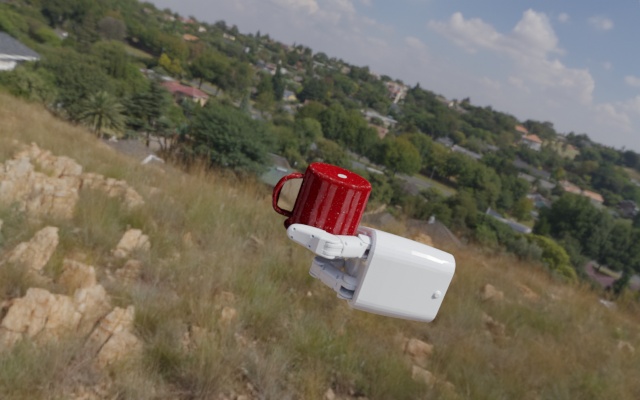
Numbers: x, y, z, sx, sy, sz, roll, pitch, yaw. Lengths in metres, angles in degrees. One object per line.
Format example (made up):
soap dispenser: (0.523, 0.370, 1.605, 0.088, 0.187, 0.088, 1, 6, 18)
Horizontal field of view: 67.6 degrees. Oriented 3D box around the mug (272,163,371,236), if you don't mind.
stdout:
mug: (-0.001, 0.001, 0.575, 0.117, 0.081, 0.093, 16, 16, -10)
